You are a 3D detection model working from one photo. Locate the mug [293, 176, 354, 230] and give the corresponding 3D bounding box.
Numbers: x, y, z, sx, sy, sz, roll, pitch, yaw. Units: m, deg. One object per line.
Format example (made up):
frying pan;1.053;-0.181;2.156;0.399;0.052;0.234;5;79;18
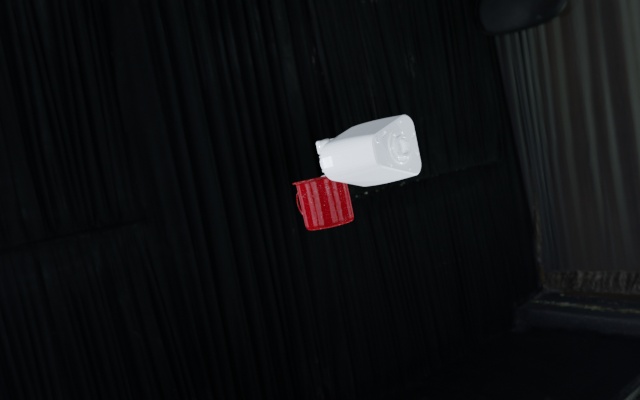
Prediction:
mug;-0.001;0.003;0.796;0.093;0.081;0.117;-15;3;-42
